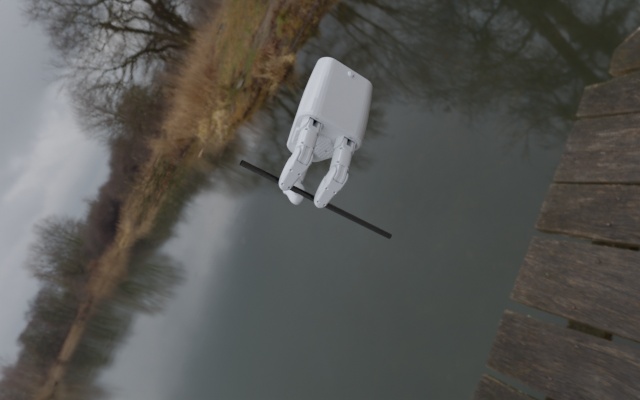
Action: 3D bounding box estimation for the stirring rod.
[{"bbox_3d":[0.000,0.002,0.646,0.239,0.011,0.011,26,-10,-21],"label":"stirring rod"}]
